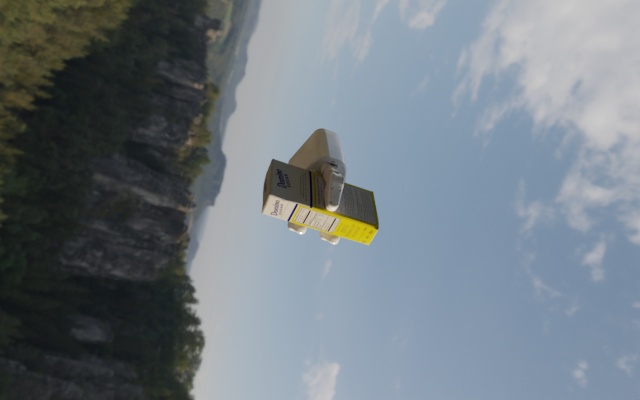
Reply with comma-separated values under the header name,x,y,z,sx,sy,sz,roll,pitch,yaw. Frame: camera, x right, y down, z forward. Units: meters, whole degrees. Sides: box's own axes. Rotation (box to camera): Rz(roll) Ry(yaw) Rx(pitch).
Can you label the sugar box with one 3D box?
name,x,y,z,sx,sy,sz,roll,pitch,yaw
sugar box,0.000,0.003,0.732,0.176,0.048,0.093,16,37,-14
